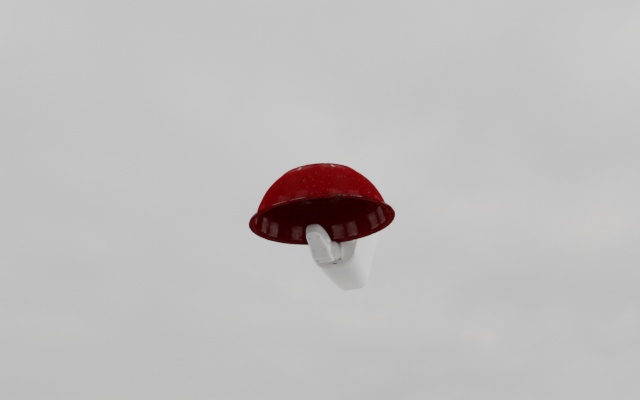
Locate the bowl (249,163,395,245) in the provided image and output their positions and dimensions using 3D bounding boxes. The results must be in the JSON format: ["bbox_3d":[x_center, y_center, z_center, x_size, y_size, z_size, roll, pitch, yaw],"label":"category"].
[{"bbox_3d":[0.000,0.001,0.537,0.162,0.055,0.162,-4,-21,-1],"label":"bowl"}]
